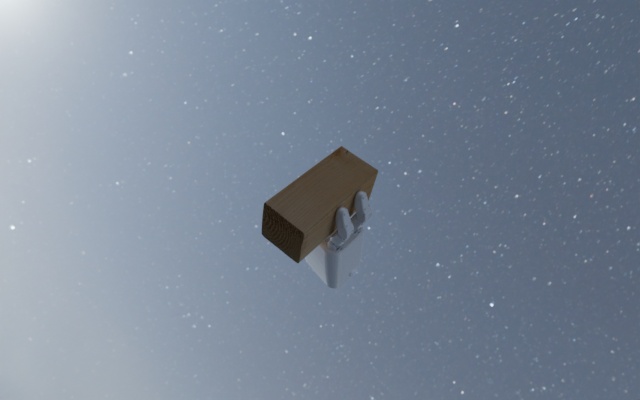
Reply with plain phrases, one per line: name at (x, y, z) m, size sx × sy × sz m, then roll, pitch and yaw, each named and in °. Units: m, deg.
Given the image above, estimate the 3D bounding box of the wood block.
wood block at (0.000, 0.003, 0.851) m, size 0.091 × 0.090 × 0.206 m, roll 36°, pitch 52°, yaw 20°
